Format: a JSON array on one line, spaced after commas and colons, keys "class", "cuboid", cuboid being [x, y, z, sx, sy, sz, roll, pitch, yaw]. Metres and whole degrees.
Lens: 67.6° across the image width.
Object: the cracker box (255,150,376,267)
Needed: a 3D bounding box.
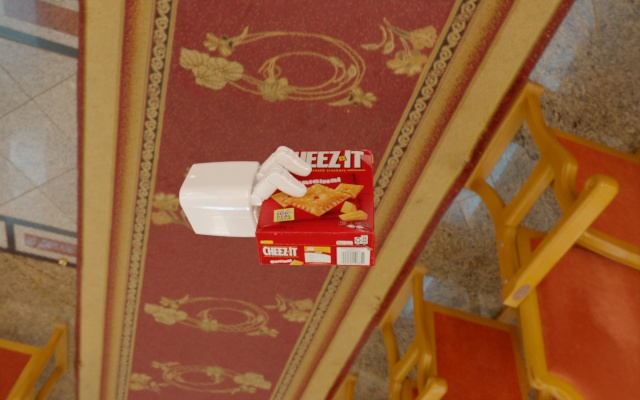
[{"class": "cracker box", "cuboid": [0.000, 0.003, 0.728, 0.164, 0.072, 0.213, 1, 38, 4]}]
